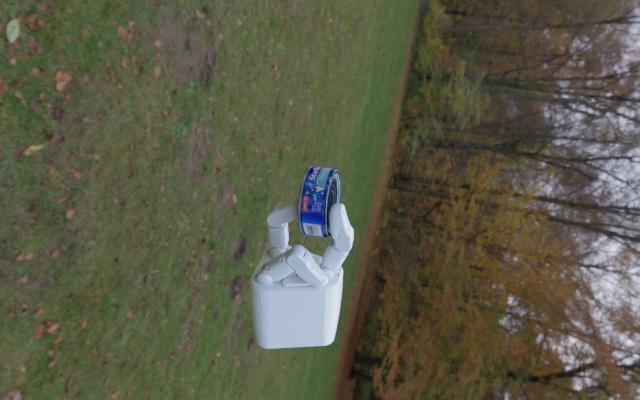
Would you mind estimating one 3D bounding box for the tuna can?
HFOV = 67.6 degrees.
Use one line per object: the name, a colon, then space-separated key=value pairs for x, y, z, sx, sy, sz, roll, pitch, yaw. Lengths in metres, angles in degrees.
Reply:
tuna can: x=0.001 y=0.002 z=0.582 sx=0.034 sy=0.086 sz=0.086 roll=6 pitch=1 yaw=13
